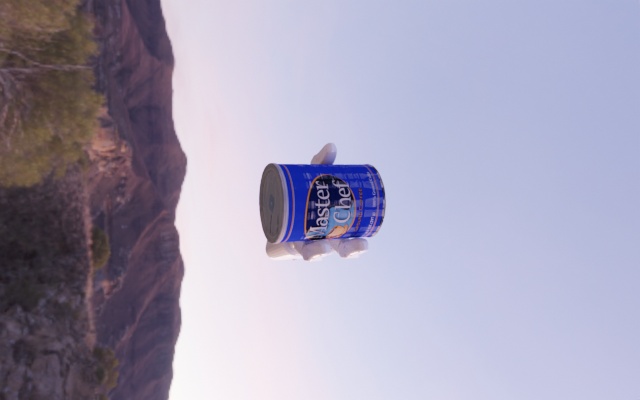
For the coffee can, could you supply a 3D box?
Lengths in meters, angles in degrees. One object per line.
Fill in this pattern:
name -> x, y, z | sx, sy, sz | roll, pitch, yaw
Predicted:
coffee can -> 0.000, 0.002, 0.632 | 0.140, 0.103, 0.103 | -2, 1, -23
